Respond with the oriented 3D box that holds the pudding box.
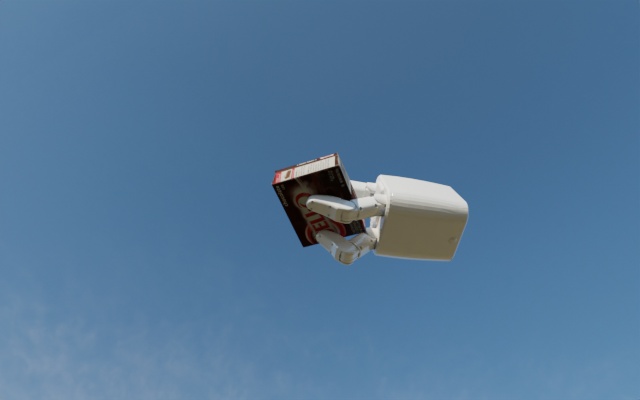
[{"bbox_3d":[0.000,0.002,0.621,0.090,0.113,0.039,-16,31,13],"label":"pudding box"}]
